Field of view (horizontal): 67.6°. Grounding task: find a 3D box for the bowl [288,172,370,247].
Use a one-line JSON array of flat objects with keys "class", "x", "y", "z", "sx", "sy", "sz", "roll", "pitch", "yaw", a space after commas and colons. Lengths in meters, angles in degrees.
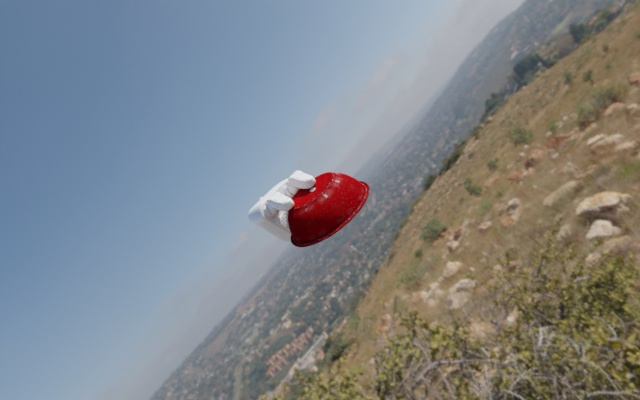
[{"class": "bowl", "x": 0.001, "y": 0.002, "z": 0.794, "sx": 0.162, "sy": 0.055, "sz": 0.162, "roll": -33, "pitch": 21, "yaw": 14}]
